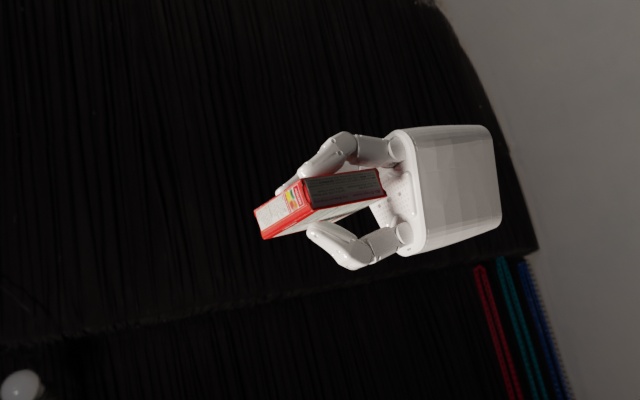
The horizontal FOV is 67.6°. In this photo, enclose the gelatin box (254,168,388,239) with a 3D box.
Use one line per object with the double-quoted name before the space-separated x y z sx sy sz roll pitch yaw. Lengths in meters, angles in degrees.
"gelatin box" 0.000 0.002 0.405 0.089 0.030 0.073 -11 -13 -41
